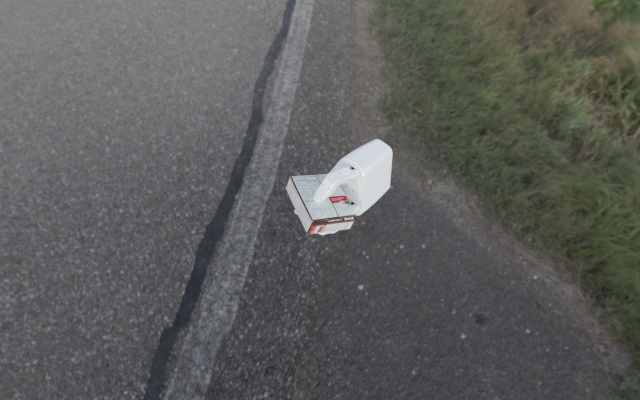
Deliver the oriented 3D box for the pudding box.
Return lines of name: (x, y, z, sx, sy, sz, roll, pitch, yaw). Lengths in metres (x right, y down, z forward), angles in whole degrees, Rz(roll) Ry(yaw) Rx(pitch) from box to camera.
pudding box: (0.000, 0.003, 0.838, 0.090, 0.039, 0.113, -7, 48, -26)
